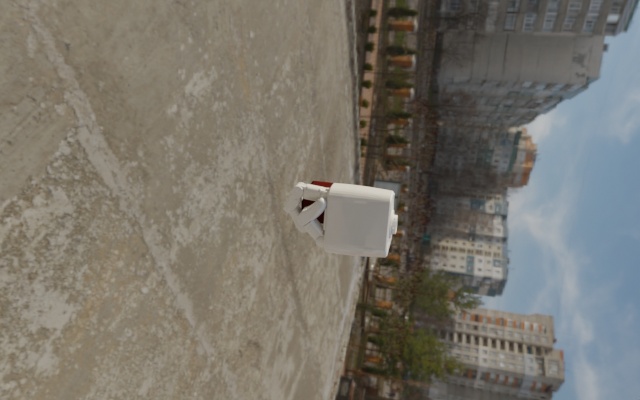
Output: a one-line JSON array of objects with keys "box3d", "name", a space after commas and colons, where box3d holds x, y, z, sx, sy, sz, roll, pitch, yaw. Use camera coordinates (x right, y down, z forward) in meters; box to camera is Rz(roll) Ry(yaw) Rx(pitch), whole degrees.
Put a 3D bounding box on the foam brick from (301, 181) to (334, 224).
[{"box3d": [0.000, 0.003, 0.871, 0.051, 0.053, 0.078, 6, 24, 13], "name": "foam brick"}]
